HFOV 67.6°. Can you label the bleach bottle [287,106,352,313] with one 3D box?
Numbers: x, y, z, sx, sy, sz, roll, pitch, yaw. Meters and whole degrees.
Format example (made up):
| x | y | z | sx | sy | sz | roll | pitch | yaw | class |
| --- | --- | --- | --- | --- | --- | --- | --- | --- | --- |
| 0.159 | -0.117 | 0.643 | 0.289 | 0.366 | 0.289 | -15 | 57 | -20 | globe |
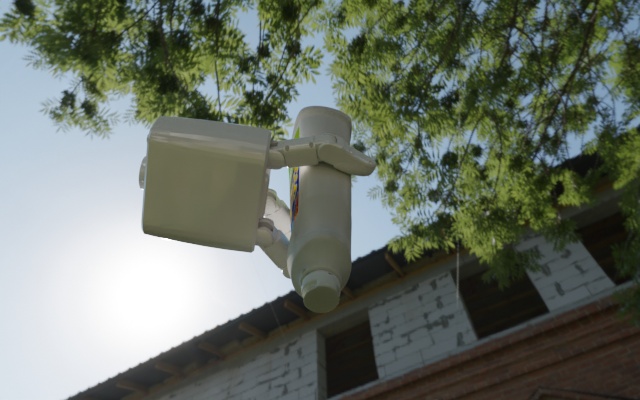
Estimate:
| x | y | z | sx | sy | sz | roll | pitch | yaw | class |
| --- | --- | --- | --- | --- | --- | --- | --- | --- | --- |
| 0.000 | 0.002 | 0.467 | 0.068 | 0.103 | 0.250 | 9 | 32 | -7 | bleach bottle |
